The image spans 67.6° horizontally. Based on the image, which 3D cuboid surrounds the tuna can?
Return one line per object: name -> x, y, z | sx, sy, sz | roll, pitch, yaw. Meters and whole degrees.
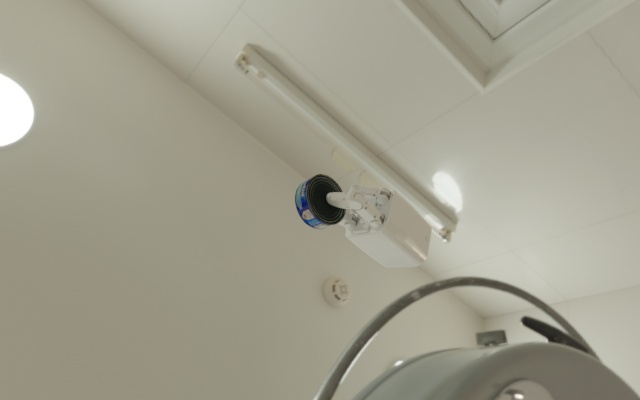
tuna can -> 0.000, 0.003, 0.779 | 0.086, 0.086, 0.034 | 0, -17, -44
